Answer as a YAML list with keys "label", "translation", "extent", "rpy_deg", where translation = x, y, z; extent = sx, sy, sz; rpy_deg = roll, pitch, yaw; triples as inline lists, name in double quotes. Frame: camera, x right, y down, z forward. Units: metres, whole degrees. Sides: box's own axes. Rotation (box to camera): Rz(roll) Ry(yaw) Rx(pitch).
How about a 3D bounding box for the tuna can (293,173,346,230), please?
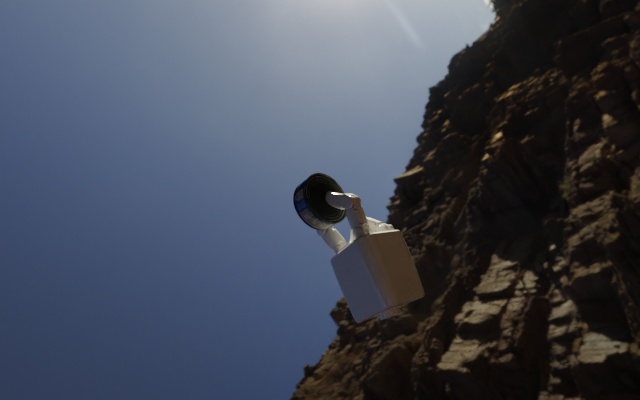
- label: "tuna can"
  translation: [0.000, 0.003, 0.747]
  extent: [0.086, 0.086, 0.034]
  rpy_deg: [0, -24, -42]
